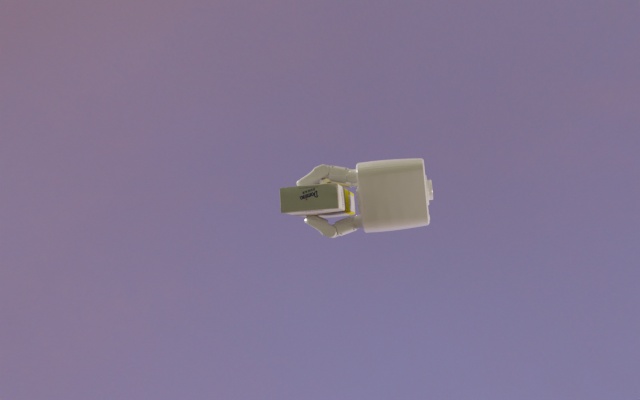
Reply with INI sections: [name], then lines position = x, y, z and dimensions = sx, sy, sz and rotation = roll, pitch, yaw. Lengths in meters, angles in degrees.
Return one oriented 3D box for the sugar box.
[sugar box]
position = 0.000, 0.002, 0.799
dimensions = 0.093, 0.048, 0.176
rotation = -5, -8, 11
